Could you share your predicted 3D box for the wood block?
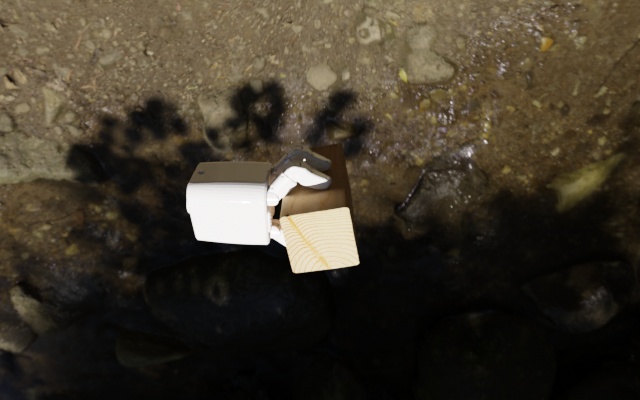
[{"bbox_3d":[0.000,0.003,0.693,0.090,0.091,0.206,-9,29,5],"label":"wood block"}]
